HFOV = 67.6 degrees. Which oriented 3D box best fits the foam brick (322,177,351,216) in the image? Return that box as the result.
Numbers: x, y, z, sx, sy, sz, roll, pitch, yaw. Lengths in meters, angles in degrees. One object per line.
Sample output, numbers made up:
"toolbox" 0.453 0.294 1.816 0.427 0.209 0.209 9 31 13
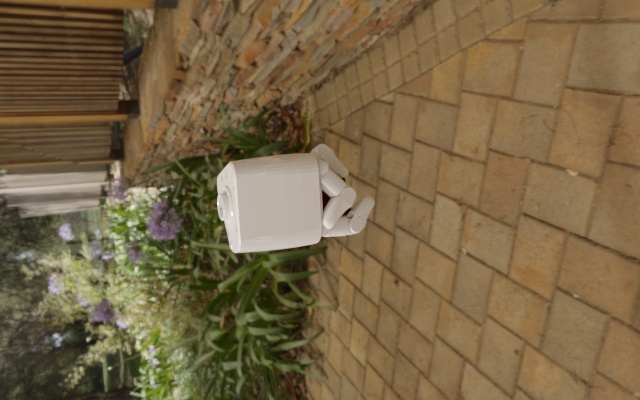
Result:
"foam brick" 0.000 0.002 0.668 0.051 0.053 0.078 -7 -8 -24
